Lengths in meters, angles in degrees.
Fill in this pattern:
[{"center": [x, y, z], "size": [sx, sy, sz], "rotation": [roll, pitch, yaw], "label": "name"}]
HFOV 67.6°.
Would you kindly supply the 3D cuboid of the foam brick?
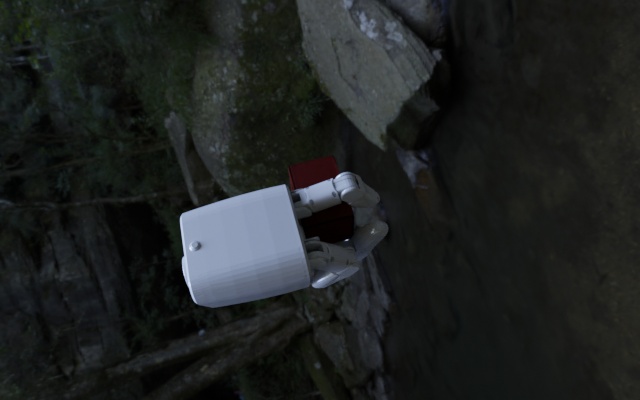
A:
[{"center": [0.000, 0.001, 0.500], "size": [0.051, 0.078, 0.053], "rotation": [-14, -30, -5], "label": "foam brick"}]
